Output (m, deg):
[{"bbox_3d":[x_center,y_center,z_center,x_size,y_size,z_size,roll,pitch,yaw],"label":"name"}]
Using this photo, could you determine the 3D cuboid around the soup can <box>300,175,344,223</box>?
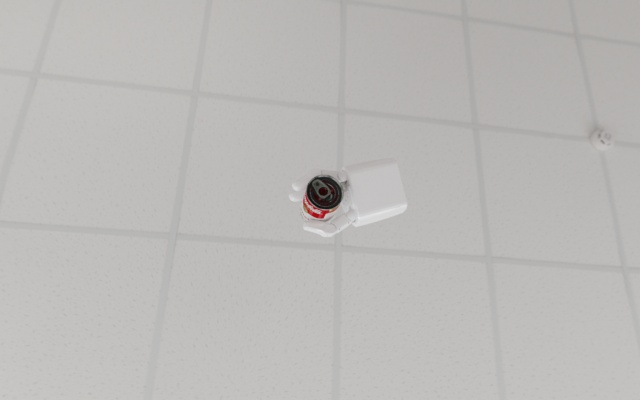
[{"bbox_3d":[0.000,0.003,0.890,0.068,0.068,0.102,0,-21,-10],"label":"soup can"}]
